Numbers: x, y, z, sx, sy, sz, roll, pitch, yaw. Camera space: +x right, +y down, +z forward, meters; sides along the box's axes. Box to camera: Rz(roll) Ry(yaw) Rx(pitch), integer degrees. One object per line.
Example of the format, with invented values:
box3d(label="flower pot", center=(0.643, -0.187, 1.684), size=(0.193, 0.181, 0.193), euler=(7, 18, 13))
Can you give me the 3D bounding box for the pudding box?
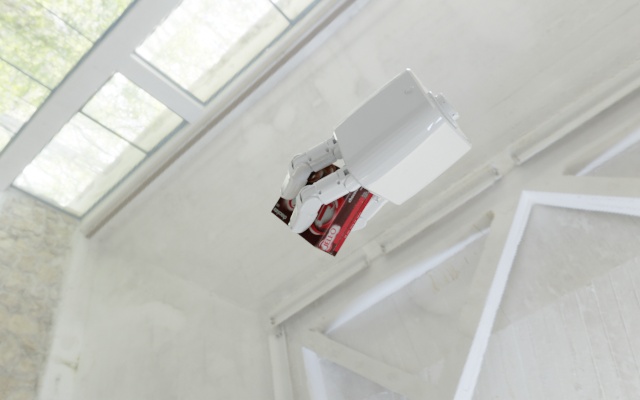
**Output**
box3d(label="pudding box", center=(0.000, 0.002, 0.563), size=(0.039, 0.090, 0.113), euler=(32, 0, -36))
